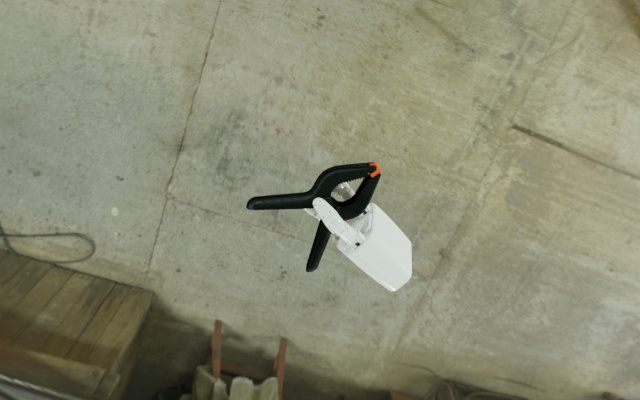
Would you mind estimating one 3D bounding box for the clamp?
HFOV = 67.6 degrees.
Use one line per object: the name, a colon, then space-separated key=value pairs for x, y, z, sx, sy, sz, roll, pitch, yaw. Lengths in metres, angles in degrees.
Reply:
clamp: x=0.001 y=0.003 z=0.751 sx=0.164 sy=0.210 sz=0.036 roll=42 pitch=15 yaw=-22
